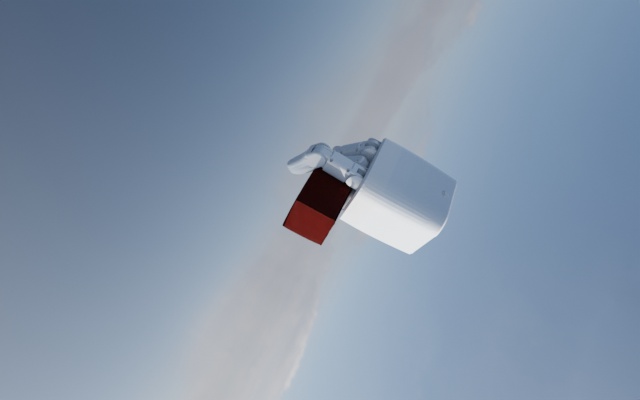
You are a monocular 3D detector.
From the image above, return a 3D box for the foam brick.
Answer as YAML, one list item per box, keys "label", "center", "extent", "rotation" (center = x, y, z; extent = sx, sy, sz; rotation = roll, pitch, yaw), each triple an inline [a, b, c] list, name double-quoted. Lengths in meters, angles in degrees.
- label: "foam brick"
  center: [0.000, 0.002, 0.554]
  extent: [0.051, 0.078, 0.053]
  rotation: [30, -42, 0]
